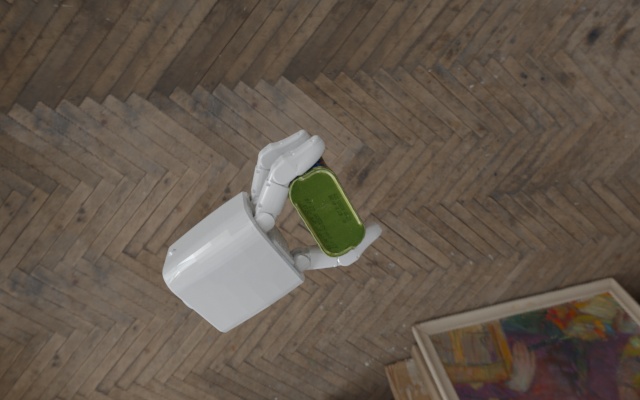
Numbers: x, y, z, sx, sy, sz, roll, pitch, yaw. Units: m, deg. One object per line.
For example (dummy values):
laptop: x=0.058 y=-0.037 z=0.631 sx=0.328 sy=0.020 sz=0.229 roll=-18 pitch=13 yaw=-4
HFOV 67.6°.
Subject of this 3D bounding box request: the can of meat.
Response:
can of meat: x=0.000 y=0.002 z=0.509 sx=0.057 sy=0.102 sz=0.084 roll=-32 pitch=20 yaw=0
